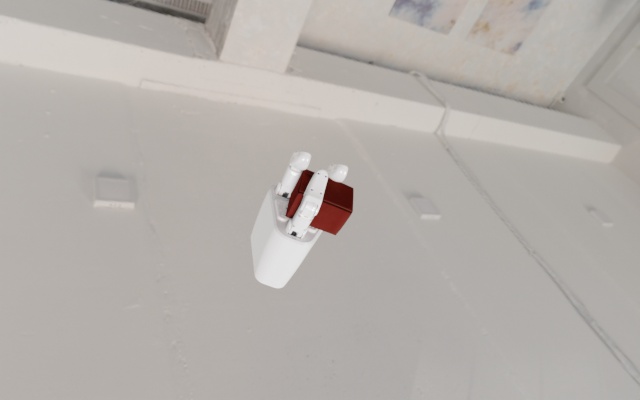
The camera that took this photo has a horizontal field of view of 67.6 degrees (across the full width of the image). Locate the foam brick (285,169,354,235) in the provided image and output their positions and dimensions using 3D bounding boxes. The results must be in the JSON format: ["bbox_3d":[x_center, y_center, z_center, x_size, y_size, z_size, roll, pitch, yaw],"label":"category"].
[{"bbox_3d":[0.000,0.002,0.653,0.078,0.051,0.053,21,39,-10],"label":"foam brick"}]
